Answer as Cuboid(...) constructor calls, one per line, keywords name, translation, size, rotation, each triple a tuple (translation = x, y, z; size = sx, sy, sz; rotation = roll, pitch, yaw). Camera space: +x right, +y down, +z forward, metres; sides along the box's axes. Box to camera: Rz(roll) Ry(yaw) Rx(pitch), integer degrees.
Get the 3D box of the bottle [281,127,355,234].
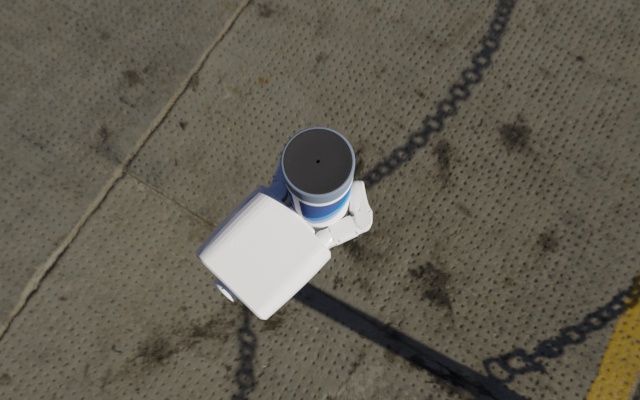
Cuboid(name="bottle", translation=(0.000, 0.002, 0.565), size=(0.069, 0.069, 0.296), rotation=(0, -14, 1))
